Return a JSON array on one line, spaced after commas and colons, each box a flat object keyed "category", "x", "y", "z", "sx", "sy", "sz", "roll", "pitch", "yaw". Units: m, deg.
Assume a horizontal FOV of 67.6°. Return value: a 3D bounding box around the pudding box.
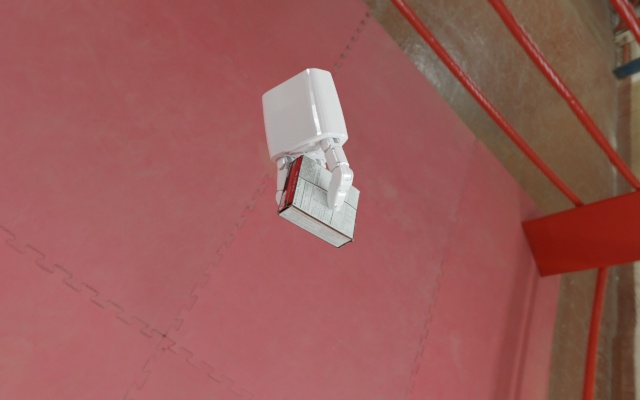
[{"category": "pudding box", "x": 0.000, "y": 0.002, "z": 0.668, "sx": 0.113, "sy": 0.090, "sz": 0.039, "roll": 30, "pitch": -38, "yaw": -25}]
